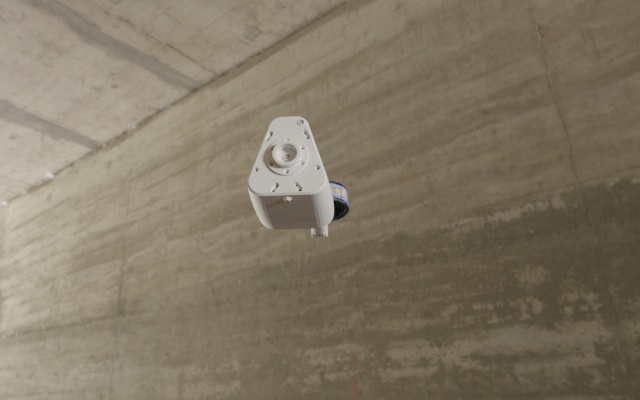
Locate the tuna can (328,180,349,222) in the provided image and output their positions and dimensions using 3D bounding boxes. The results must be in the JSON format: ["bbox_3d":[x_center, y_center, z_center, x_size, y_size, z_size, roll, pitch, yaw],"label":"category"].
[{"bbox_3d":[0.000,0.002,0.728,0.086,0.033,0.086,-3,-26,-1],"label":"tuna can"}]
